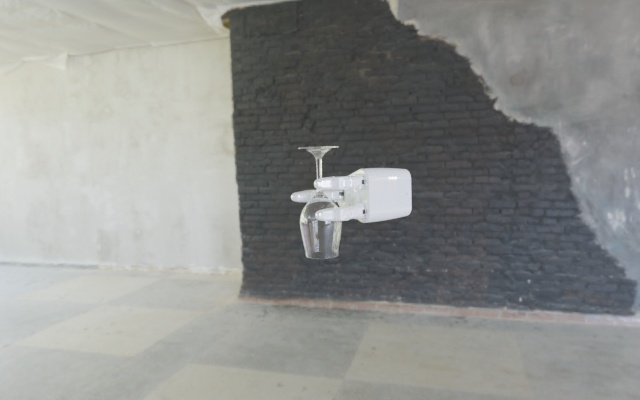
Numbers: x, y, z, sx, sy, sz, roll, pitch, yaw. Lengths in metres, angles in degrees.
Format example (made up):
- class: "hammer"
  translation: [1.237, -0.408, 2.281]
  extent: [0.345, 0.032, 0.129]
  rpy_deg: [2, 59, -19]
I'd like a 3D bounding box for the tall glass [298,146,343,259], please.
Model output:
- class: "tall glass"
  translation: [0.000, 0.002, 0.874]
  extent: [0.079, 0.201, 0.079]
  rpy_deg: [-2, 5, 0]
